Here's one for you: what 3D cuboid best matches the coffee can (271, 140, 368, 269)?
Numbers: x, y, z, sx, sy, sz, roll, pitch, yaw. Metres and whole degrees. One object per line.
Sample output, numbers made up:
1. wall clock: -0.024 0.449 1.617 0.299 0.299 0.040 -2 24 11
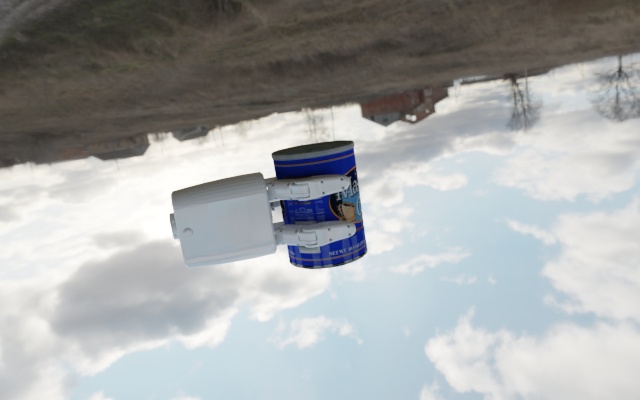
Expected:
1. coffee can: 0.000 0.002 0.599 0.103 0.140 0.102 -8 12 2
